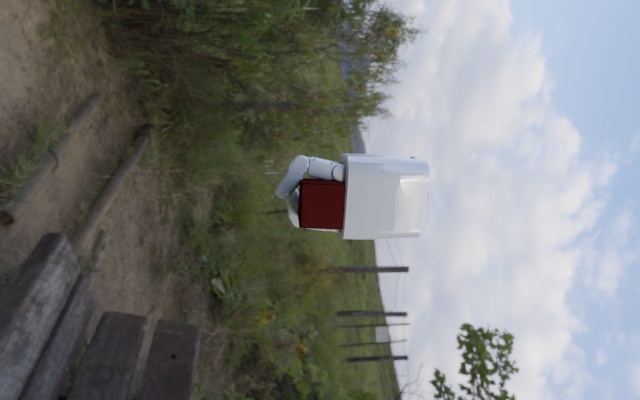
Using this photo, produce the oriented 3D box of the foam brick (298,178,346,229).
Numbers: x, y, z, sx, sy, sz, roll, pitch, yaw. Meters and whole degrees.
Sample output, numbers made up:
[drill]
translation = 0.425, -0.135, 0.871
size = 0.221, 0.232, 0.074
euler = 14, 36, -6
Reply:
[foam brick]
translation = 0.000, 0.002, 0.577
size = 0.051, 0.053, 0.078
euler = 3, 8, -4
